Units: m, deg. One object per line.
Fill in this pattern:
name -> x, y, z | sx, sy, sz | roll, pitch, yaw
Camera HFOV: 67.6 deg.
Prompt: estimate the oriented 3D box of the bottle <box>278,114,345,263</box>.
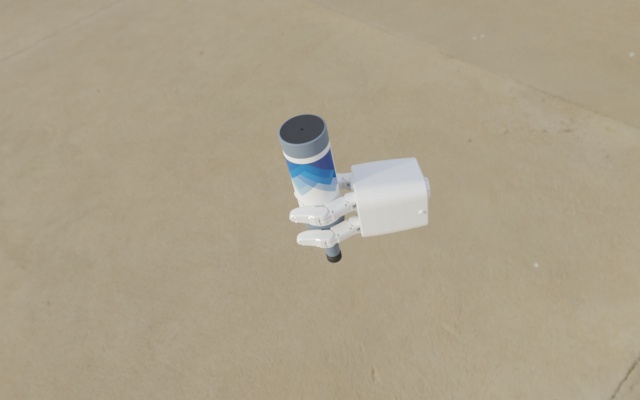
bottle -> 0.000, 0.002, 0.749 | 0.069, 0.069, 0.296 | 0, -42, 13
